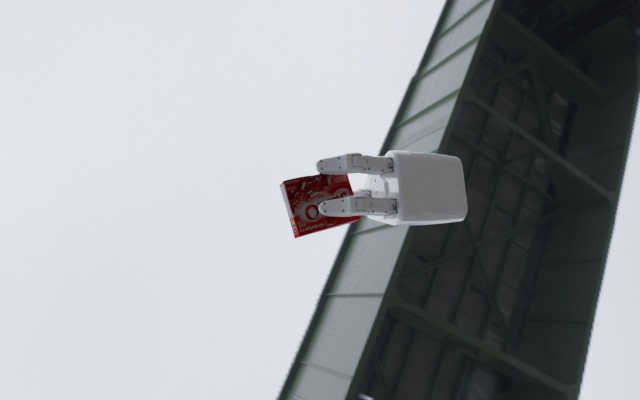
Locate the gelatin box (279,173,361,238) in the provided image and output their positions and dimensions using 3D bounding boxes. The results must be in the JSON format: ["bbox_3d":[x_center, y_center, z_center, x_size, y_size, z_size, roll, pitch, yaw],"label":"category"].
[{"bbox_3d":[0.000,0.002,0.614,0.089,0.073,0.030,-14,-7,-19],"label":"gelatin box"}]
